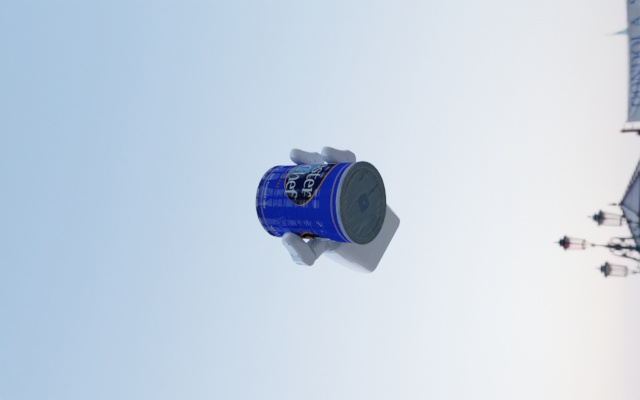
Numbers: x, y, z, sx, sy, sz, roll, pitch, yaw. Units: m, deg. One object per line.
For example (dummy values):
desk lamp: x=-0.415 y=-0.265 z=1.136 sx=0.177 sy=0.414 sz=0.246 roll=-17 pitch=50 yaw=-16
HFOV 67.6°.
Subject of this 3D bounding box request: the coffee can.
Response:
coffee can: x=0.000 y=0.002 z=0.624 sx=0.140 sy=0.103 sz=0.103 roll=1 pitch=1 yaw=39
